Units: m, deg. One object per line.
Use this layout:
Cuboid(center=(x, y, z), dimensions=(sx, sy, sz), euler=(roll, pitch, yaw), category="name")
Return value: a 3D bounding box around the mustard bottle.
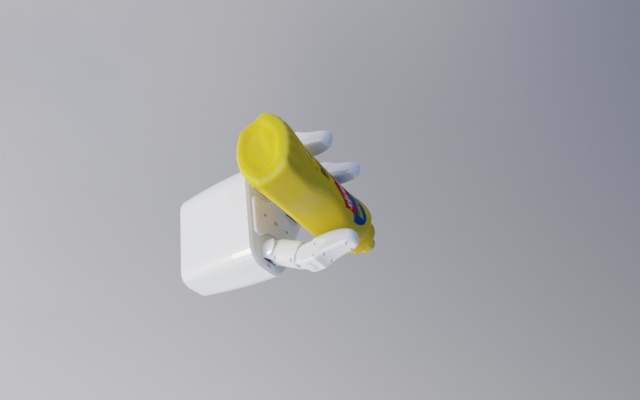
Cuboid(center=(0.000, 0.001, 0.478), dimensions=(0.192, 0.058, 0.096), euler=(44, 12, -40), category="mustard bottle")
